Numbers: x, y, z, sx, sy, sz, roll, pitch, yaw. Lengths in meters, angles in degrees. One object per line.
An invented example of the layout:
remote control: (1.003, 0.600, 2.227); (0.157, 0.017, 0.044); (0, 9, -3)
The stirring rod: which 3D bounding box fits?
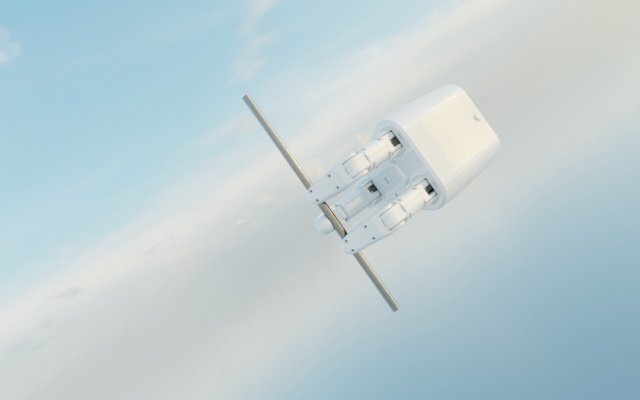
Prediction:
stirring rod: (0.000, 0.001, 0.439); (0.011, 0.239, 0.011); (-35, -2, -1)
